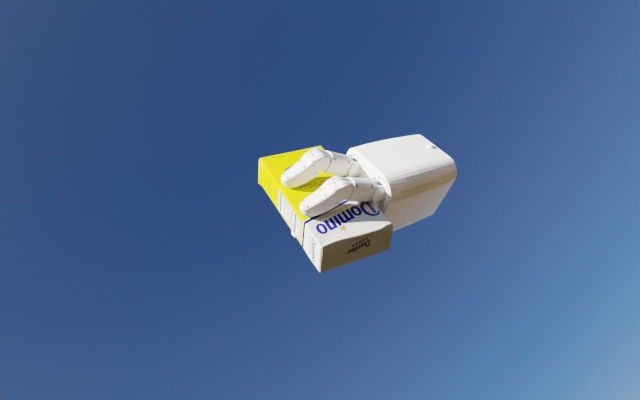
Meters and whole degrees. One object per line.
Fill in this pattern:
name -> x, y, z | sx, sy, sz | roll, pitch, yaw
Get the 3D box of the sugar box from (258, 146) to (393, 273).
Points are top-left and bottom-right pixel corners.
sugar box -> 0.000, 0.001, 0.572 | 0.093, 0.048, 0.176 | -16, 40, -24
